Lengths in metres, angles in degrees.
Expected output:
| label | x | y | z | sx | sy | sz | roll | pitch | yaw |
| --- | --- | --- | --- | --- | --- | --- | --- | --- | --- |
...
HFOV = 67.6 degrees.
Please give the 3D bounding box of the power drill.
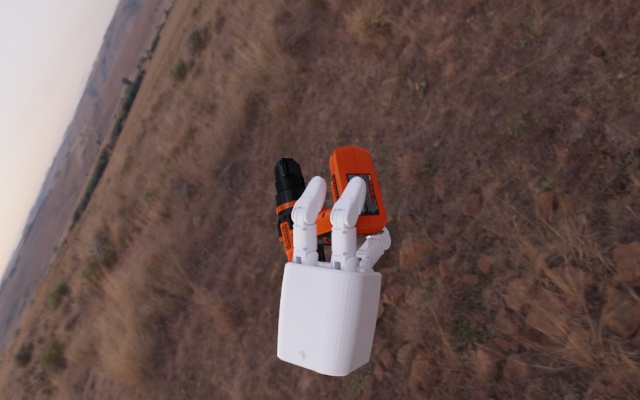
| label | x | y | z | sx | sy | sz | roll | pitch | yaw |
| --- | --- | --- | --- | --- | --- | --- | --- | --- | --- |
| power drill | 0.000 | 0.002 | 0.617 | 0.057 | 0.184 | 0.188 | -5 | -17 | -31 |
